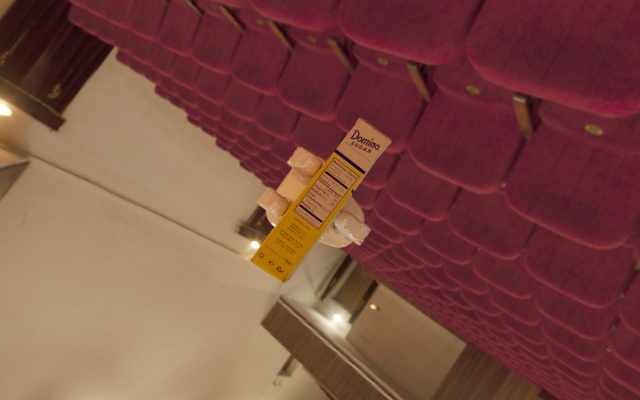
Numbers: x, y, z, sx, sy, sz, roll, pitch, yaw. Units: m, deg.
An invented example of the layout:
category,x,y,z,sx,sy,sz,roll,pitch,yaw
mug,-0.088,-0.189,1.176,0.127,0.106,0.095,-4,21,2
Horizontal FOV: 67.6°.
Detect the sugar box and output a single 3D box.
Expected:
category,x,y,z,sx,sy,sz,roll,pitch,yaw
sugar box,0.000,0.001,0.500,0.048,0.176,0.093,35,-4,0
